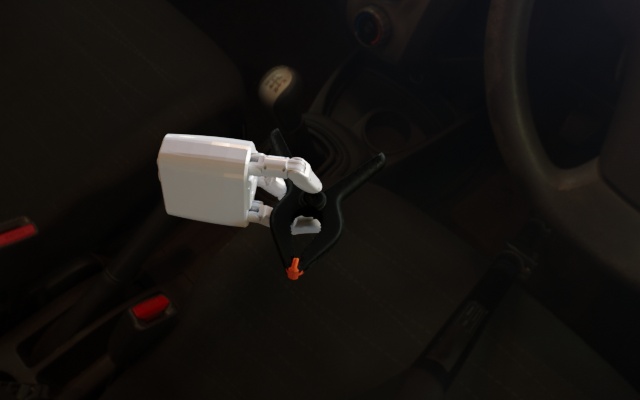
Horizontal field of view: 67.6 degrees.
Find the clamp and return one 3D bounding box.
[{"bbox_3d":[0.000,0.002,0.617,0.164,0.209,0.036,7,-29,0],"label":"clamp"}]
